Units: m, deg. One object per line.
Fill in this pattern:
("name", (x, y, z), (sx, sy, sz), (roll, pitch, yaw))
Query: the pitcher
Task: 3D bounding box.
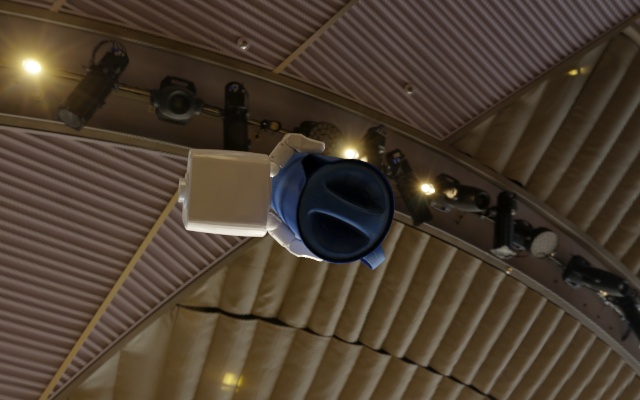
("pitcher", (0.000, 0.002, 0.697), (0.145, 0.149, 0.242), (5, 9, -20))
